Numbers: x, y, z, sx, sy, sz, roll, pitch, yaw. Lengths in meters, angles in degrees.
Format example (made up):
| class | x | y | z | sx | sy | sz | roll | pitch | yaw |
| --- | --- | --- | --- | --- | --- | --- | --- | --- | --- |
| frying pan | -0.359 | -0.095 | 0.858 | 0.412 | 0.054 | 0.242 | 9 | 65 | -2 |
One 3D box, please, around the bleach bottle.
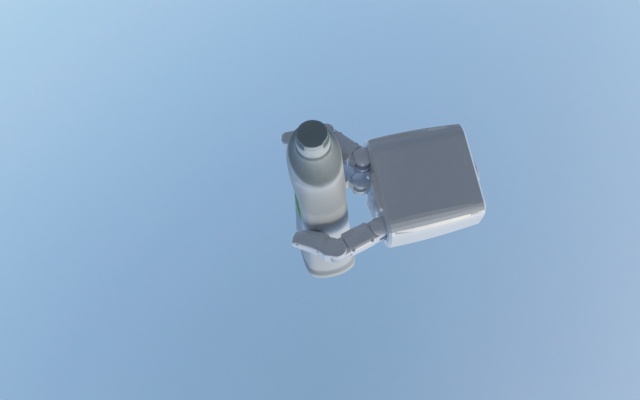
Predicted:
| class | x | y | z | sx | sy | sz | roll | pitch | yaw |
| --- | --- | --- | --- | --- | --- | --- | --- | --- | --- |
| bleach bottle | 0.000 | 0.002 | 0.525 | 0.068 | 0.102 | 0.251 | -14 | -25 | -4 |
